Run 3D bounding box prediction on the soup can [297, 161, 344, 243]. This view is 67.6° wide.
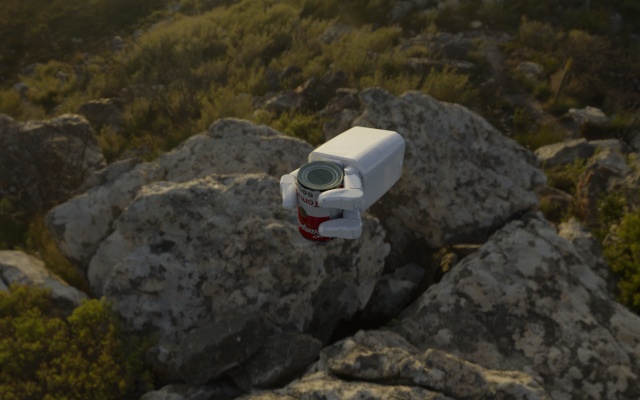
[{"bbox_3d":[0.000,0.002,0.689,0.068,0.102,0.068,0,42,0],"label":"soup can"}]
